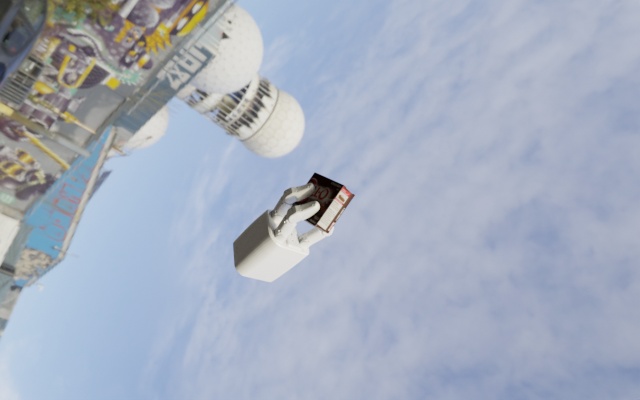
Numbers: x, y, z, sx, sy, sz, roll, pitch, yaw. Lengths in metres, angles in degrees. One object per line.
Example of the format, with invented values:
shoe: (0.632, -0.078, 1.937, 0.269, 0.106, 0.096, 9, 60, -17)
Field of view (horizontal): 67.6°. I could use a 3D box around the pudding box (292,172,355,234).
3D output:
pudding box: (0.000, 0.003, 0.886, 0.039, 0.090, 0.113, 38, -6, -35)
